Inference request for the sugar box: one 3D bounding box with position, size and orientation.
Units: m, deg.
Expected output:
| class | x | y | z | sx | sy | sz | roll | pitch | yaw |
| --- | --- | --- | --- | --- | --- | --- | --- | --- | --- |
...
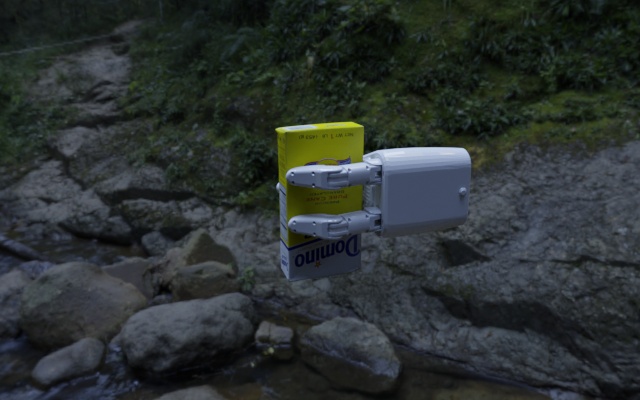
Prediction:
| class | x | y | z | sx | sy | sz | roll | pitch | yaw |
| --- | --- | --- | --- | --- | --- | --- | --- | --- | --- |
| sugar box | 0.000 | 0.002 | 0.551 | 0.093 | 0.176 | 0.048 | -7 | 16 | -17 |
